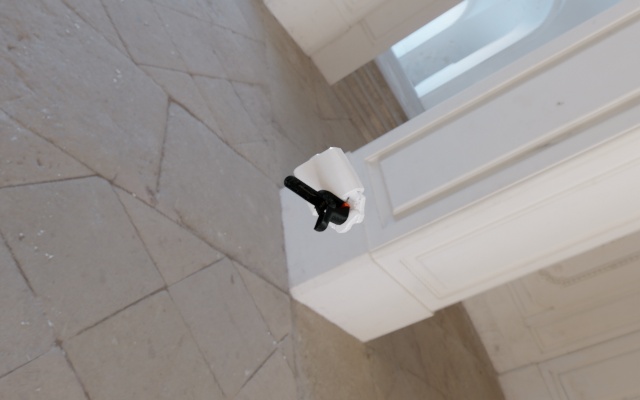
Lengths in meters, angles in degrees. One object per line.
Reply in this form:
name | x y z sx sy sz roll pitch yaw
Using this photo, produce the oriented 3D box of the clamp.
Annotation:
clamp | 0.001 0.003 0.890 0.039 0.120 0.171 -37 -13 18
